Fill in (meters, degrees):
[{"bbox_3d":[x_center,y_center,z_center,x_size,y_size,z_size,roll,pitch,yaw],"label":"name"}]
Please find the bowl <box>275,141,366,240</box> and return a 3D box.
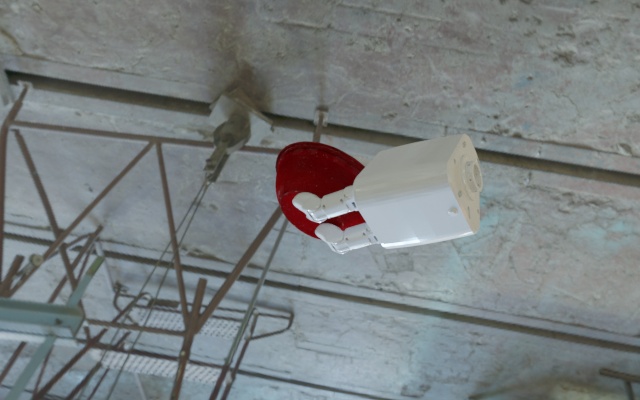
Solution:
[{"bbox_3d":[-0.001,0.003,0.621,0.162,0.055,0.162,21,-35,16],"label":"bowl"}]
